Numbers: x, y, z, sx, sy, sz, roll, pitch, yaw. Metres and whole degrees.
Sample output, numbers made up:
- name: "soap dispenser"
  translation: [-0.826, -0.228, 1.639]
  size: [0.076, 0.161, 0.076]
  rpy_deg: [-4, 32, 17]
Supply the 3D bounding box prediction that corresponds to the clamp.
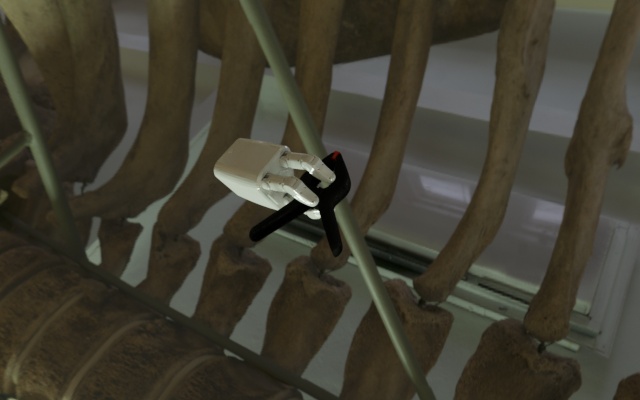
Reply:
- name: "clamp"
  translation: [0.000, 0.003, 0.782]
  size: [0.164, 0.210, 0.036]
  rpy_deg: [15, -34, 32]
